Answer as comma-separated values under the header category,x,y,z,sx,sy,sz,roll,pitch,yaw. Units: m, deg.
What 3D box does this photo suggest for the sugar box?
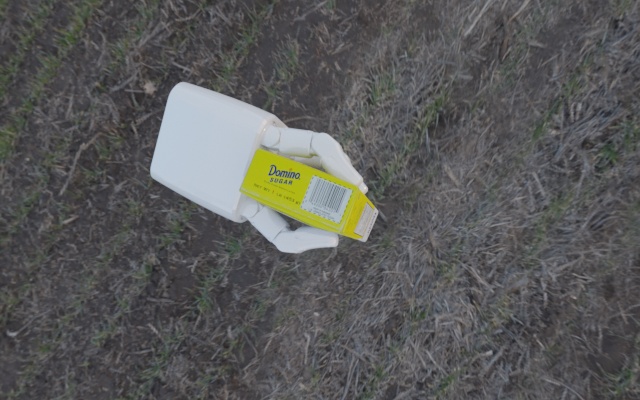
category,x,y,z,sx,sy,sz,roll,pitch,yaw
sugar box,0.000,0.001,0.457,0.093,0.048,0.176,23,1,13
